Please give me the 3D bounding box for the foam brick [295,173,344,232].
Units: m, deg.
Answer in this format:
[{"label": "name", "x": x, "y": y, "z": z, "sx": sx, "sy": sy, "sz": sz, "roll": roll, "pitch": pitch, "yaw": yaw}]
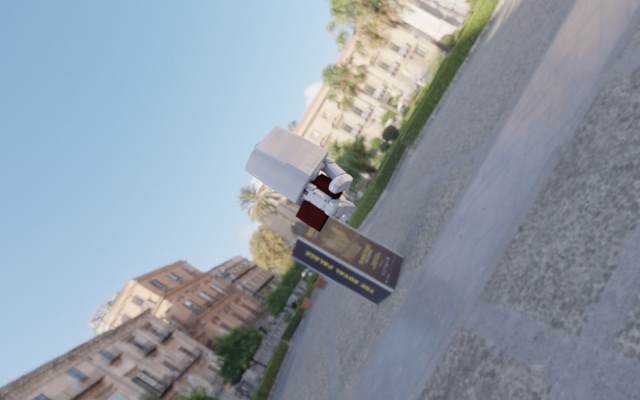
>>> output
[{"label": "foam brick", "x": 0.000, "y": 0.003, "z": 0.829, "sx": 0.051, "sy": 0.078, "sz": 0.053, "roll": 30, "pitch": 27, "yaw": 3}]
